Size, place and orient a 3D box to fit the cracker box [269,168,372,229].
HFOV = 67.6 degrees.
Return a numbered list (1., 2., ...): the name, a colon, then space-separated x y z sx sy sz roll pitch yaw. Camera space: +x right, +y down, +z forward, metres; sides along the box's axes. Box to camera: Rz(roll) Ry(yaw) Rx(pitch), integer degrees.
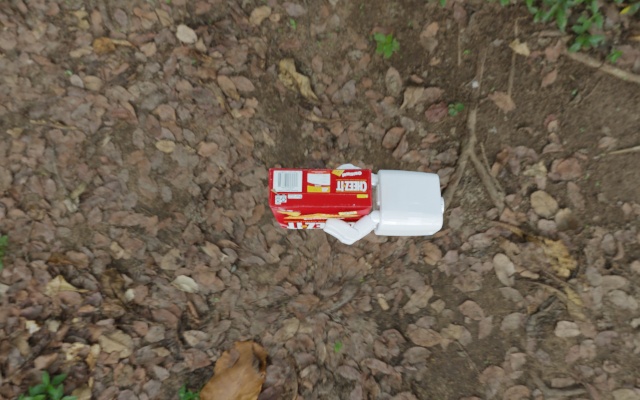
1. cracker box: 0.000 0.003 0.846 0.164 0.072 0.214 0 -12 0
